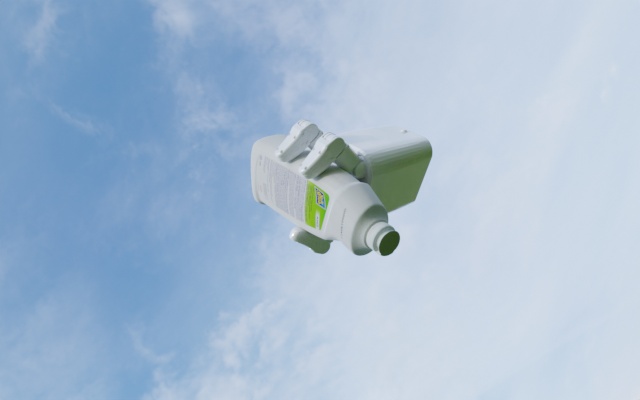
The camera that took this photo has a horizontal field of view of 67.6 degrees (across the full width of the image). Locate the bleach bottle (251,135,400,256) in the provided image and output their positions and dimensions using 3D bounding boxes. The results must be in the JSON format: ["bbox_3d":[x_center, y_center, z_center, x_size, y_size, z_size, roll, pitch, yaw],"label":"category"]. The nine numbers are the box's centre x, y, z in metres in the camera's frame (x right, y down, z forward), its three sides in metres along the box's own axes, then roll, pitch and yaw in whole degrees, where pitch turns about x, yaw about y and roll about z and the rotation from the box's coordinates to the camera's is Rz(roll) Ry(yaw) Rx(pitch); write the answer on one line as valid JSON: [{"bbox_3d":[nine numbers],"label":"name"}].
[{"bbox_3d":[0.000,0.002,0.570,0.068,0.103,0.250,-17,32,-29],"label":"bleach bottle"}]
